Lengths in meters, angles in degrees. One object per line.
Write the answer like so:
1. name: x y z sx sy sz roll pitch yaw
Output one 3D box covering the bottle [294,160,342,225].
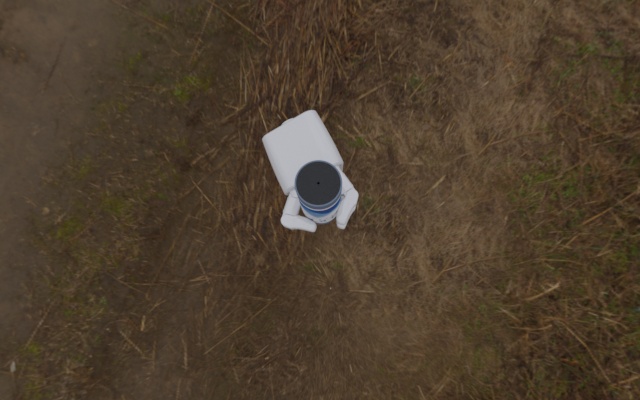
1. bottle: 0.000 0.003 0.802 0.069 0.069 0.296 0 -10 1
